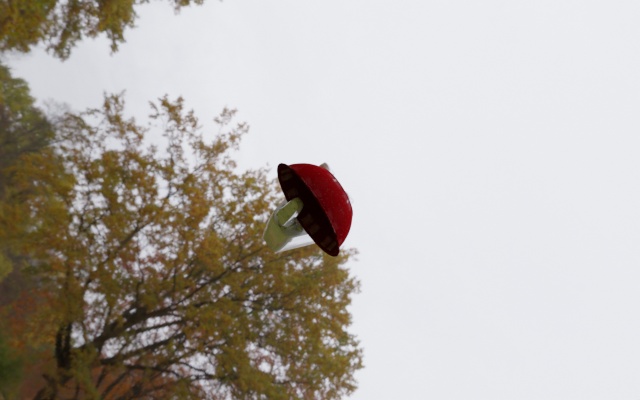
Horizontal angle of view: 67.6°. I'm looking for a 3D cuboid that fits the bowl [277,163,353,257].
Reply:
[{"bbox_3d":[0.001,0.002,0.715,0.055,0.162,0.162,-32,10,-16],"label":"bowl"}]
